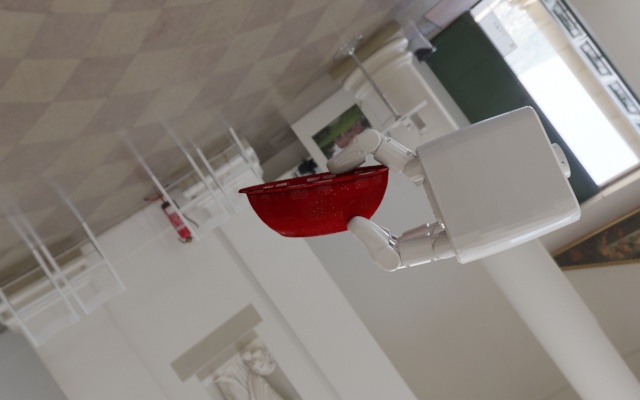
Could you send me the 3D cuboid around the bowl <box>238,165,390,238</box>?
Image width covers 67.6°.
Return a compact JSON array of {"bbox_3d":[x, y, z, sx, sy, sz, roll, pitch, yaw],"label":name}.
[{"bbox_3d":[-0.001,0.002,0.491,0.162,0.055,0.162,-9,6,1],"label":"bowl"}]
